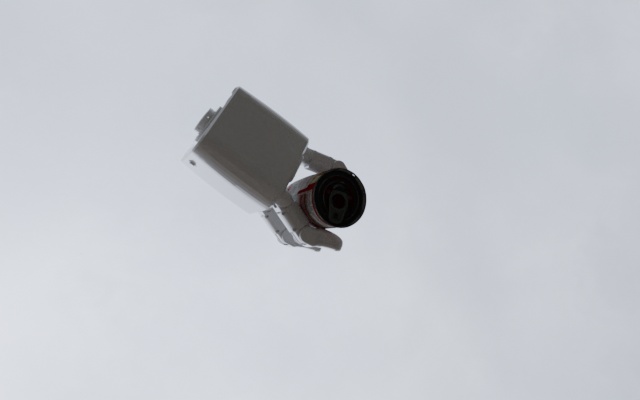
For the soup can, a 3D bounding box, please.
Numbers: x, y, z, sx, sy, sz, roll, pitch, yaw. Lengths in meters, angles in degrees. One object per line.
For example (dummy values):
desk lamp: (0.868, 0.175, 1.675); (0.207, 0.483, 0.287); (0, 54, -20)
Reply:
soup can: (0.000, 0.002, 0.576); (0.068, 0.068, 0.102); (0, -6, -27)
